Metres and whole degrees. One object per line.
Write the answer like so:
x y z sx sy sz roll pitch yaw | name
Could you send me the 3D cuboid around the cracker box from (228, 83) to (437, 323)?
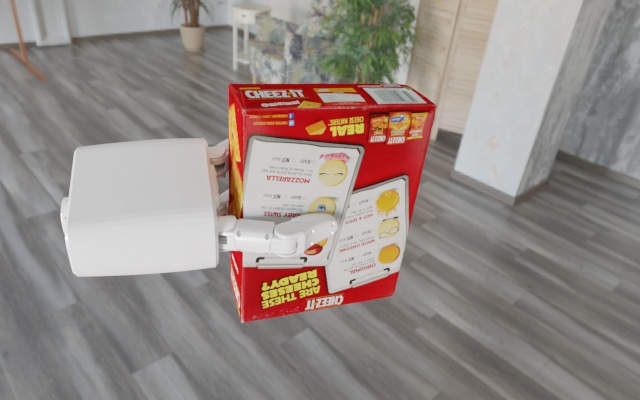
0.000 0.001 0.444 0.164 0.214 0.072 -6 34 -18 | cracker box
